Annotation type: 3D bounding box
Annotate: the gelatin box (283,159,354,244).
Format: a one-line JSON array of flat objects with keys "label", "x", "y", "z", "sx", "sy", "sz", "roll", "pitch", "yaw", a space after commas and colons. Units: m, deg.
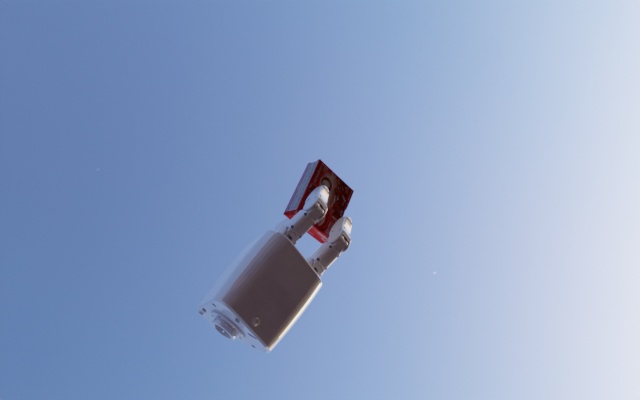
[{"label": "gelatin box", "x": 0.000, "y": 0.002, "z": 0.641, "sx": 0.073, "sy": 0.089, "sz": 0.030, "roll": 41, "pitch": -33, "yaw": -28}]
